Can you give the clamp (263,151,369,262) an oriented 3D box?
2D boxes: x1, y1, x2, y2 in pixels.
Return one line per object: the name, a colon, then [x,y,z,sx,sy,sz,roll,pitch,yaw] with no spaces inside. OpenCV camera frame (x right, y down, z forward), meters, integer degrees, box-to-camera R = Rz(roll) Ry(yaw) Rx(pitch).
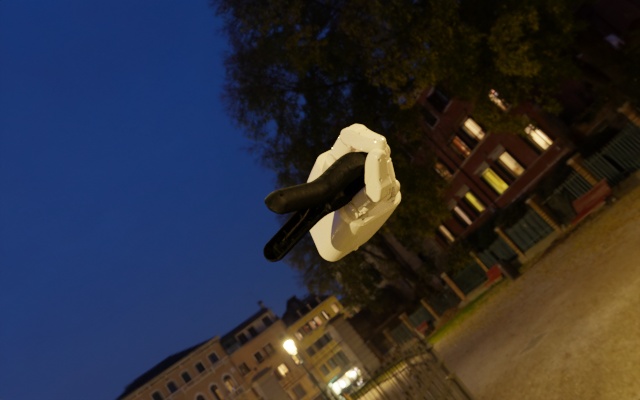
clamp: [0.000,0.001,0.534,0.171,0.039,0.120,-29,-20,-33]
